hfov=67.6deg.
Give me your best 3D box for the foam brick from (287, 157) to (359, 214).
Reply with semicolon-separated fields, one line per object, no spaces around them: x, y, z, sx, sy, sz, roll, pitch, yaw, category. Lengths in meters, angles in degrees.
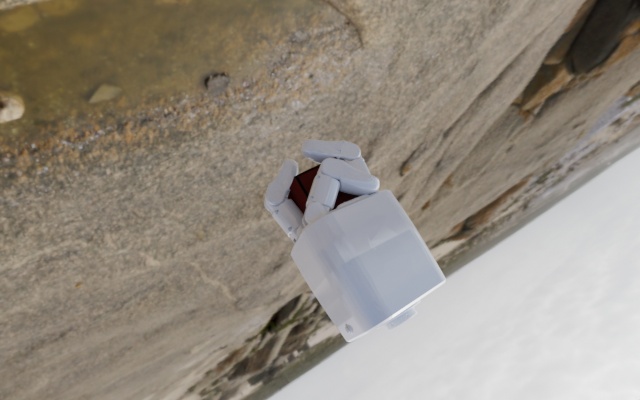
0.000;0.002;0.500;0.053;0.051;0.078;-27;-15;-22;foam brick
